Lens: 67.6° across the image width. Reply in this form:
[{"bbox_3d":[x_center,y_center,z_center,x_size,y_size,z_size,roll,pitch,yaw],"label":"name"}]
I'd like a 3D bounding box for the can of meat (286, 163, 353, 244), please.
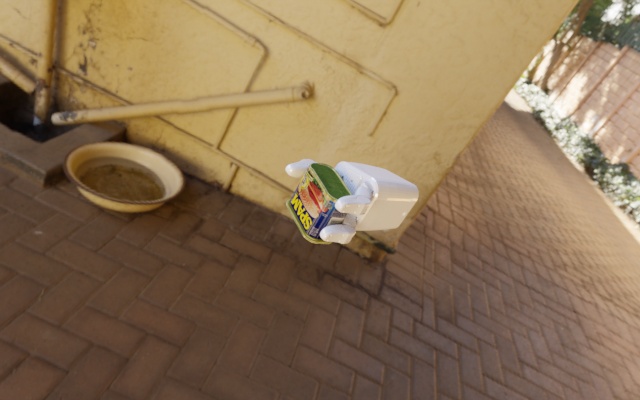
[{"bbox_3d":[0.000,0.002,0.742,0.057,0.084,0.102,7,37,-36],"label":"can of meat"}]
